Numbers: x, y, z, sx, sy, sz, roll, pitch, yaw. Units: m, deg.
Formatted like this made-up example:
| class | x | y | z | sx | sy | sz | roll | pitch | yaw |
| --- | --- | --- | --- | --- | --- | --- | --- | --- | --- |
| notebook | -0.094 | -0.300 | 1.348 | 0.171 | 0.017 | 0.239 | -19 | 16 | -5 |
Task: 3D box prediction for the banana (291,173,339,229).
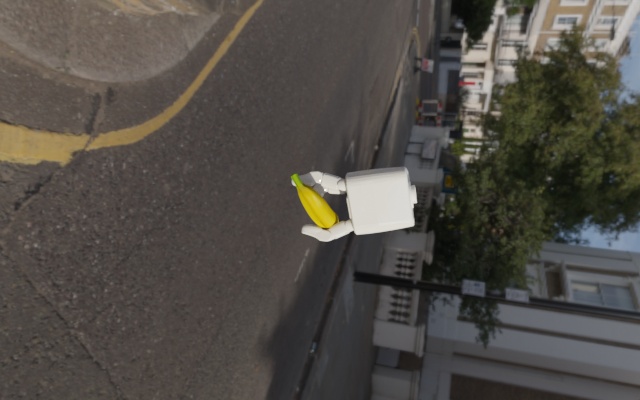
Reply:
| class | x | y | z | sx | sy | sz | roll | pitch | yaw |
| --- | --- | --- | --- | --- | --- | --- | --- | --- | --- |
| banana | 0.003 | 0.017 | 0.870 | 0.037 | 0.069 | 0.198 | -21 | -29 | 10 |
